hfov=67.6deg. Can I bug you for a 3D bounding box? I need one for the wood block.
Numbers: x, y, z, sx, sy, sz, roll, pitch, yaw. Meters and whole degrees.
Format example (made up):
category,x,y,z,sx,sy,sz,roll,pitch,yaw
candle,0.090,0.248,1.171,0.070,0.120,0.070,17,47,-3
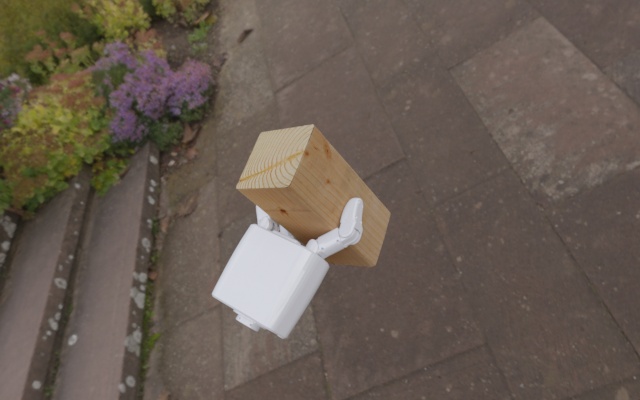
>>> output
category,x,y,z,sx,sy,sz,roll,pitch,yaw
wood block,0.000,0.002,0.635,0.091,0.090,0.206,-1,-32,38
